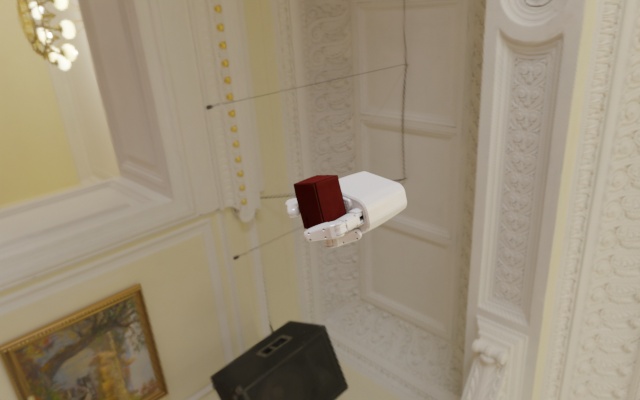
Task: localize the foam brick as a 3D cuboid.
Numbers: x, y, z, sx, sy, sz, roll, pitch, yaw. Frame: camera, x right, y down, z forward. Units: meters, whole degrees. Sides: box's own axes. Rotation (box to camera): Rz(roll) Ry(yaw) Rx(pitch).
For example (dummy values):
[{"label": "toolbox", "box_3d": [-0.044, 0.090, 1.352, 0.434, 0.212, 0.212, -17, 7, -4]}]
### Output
[{"label": "foam brick", "box_3d": [0.000, 0.002, 0.747, 0.051, 0.078, 0.053, -24, 18, -38]}]
